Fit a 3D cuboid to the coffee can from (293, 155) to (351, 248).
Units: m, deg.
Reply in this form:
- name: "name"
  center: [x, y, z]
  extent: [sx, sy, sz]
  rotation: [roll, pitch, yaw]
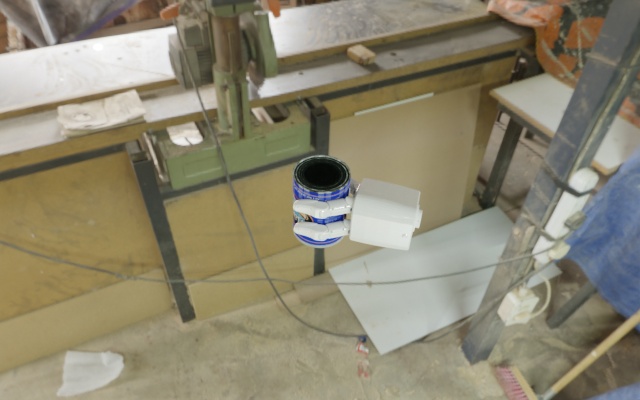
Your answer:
- name: "coffee can"
  center: [0.000, 0.003, 0.875]
  extent: [0.103, 0.140, 0.102]
  rotation: [1, 43, -1]
